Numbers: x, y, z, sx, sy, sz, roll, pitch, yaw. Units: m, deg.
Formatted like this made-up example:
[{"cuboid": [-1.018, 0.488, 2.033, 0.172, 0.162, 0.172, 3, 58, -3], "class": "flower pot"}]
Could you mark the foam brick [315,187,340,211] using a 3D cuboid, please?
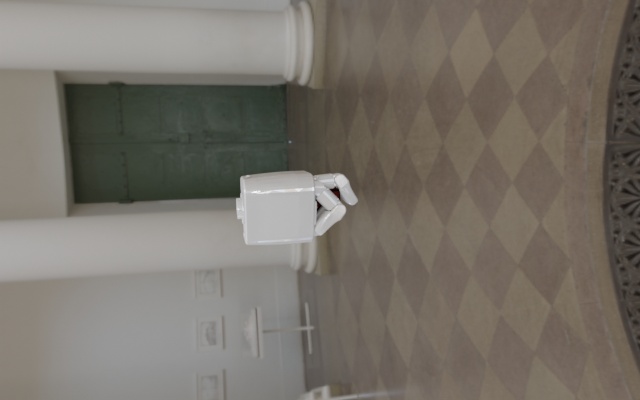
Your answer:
[{"cuboid": [0.000, 0.003, 0.814, 0.051, 0.053, 0.078, -5, 9, -12], "class": "foam brick"}]
